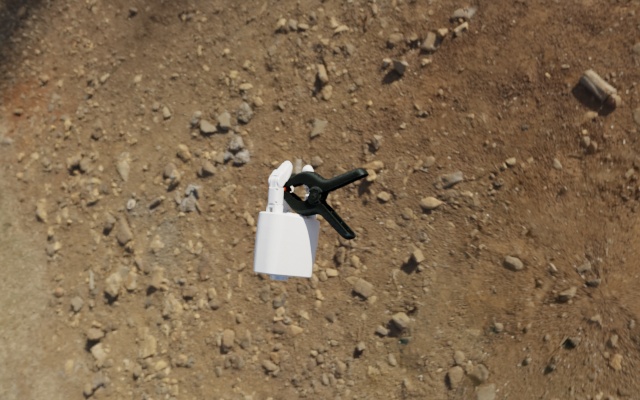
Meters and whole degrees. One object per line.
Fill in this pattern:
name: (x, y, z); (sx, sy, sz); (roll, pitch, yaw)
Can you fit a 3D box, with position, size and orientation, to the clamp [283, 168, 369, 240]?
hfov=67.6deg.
clamp: (0.000, 0.003, 0.826); (0.171, 0.120, 0.039); (3, -7, 31)
